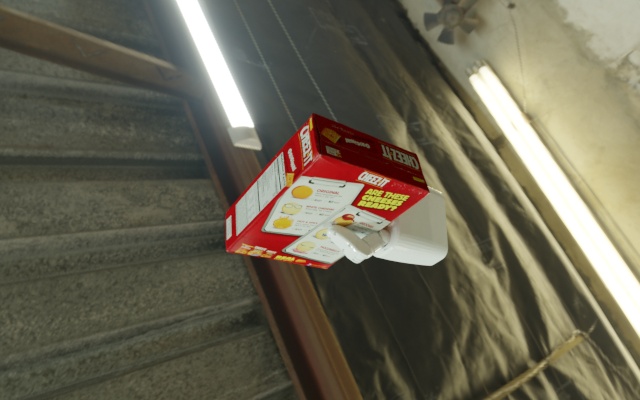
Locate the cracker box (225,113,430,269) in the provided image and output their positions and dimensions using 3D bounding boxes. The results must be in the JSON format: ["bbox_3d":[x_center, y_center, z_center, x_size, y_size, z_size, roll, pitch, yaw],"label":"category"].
[{"bbox_3d":[0.000,0.002,0.603,0.164,0.072,0.214,15,-41,-33],"label":"cracker box"}]
